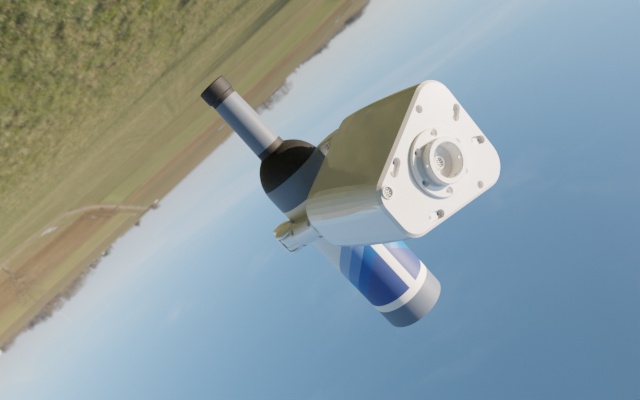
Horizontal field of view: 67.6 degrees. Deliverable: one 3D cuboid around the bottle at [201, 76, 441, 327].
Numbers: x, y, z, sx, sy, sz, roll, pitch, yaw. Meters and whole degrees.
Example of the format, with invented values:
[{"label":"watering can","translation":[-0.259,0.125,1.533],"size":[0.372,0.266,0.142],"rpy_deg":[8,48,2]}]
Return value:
[{"label":"bottle","translation":[0.000,0.002,0.461],"size":[0.069,0.296,0.069],"rpy_deg":[-40,14,12]}]
